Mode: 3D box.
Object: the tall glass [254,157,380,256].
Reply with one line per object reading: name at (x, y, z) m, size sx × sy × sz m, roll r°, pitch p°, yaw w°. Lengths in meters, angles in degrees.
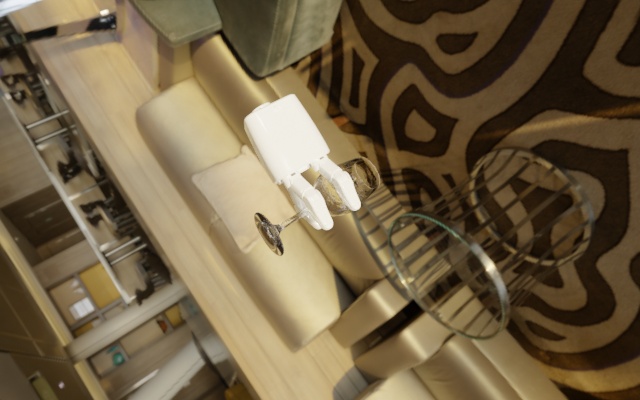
tall glass at (0.000, 0.003, 0.745) m, size 0.201 × 0.079 × 0.079 m, roll -31°, pitch 14°, yaw -24°
